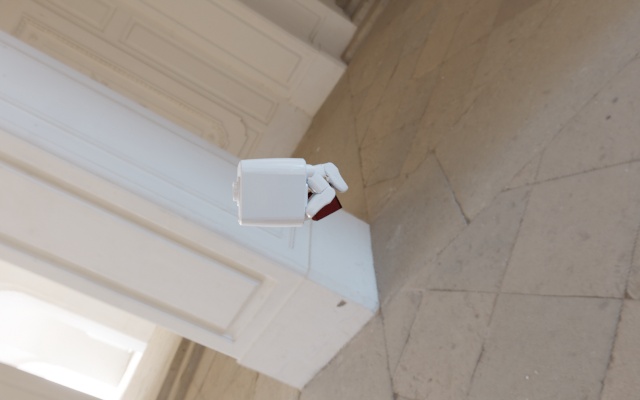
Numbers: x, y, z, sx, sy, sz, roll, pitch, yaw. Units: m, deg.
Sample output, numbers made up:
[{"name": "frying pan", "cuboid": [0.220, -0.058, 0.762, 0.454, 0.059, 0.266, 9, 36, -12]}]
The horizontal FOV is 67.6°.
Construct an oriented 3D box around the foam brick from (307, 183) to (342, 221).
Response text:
[{"name": "foam brick", "cuboid": [0.000, 0.003, 0.872, 0.051, 0.053, 0.078, -28, 2, -7]}]
